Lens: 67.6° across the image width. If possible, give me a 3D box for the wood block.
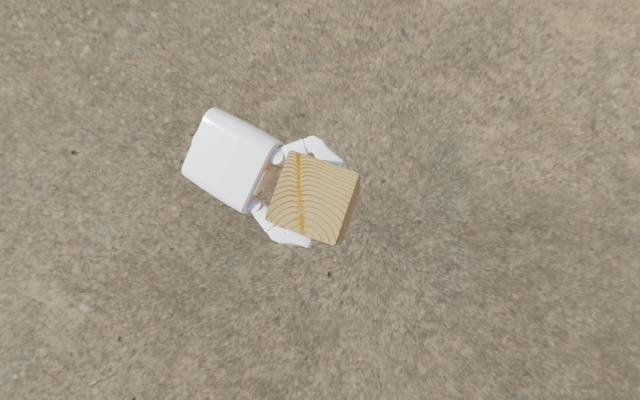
[{"bbox_3d":[0.000,0.002,0.653,0.090,0.091,0.206,20,-1,7],"label":"wood block"}]
